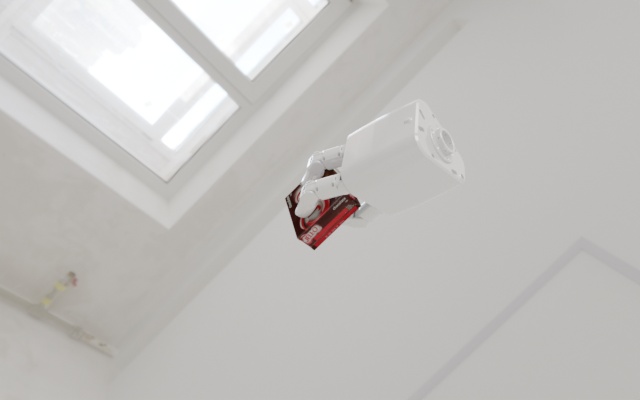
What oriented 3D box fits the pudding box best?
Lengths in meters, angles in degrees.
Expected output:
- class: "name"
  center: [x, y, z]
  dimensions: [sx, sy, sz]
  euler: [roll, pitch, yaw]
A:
- class: "pudding box"
  center: [0.000, 0.002, 0.660]
  dimensions: [0.039, 0.090, 0.113]
  euler: [40, 13, -27]
